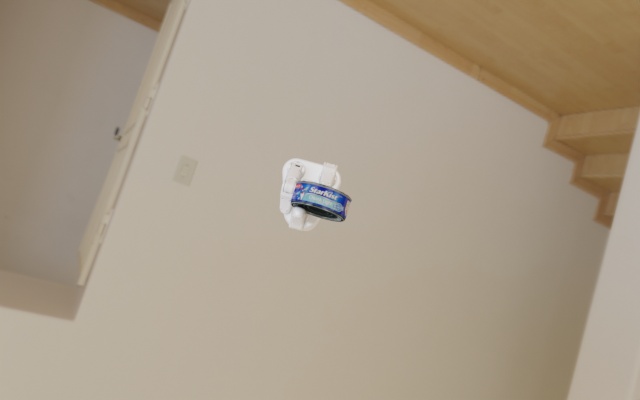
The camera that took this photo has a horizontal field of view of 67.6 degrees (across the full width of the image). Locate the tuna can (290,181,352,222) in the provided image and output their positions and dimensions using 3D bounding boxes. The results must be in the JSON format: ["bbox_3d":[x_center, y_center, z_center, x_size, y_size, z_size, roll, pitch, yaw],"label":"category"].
[{"bbox_3d":[0.000,0.003,0.698,0.086,0.033,0.086,17,-11,4],"label":"tuna can"}]
